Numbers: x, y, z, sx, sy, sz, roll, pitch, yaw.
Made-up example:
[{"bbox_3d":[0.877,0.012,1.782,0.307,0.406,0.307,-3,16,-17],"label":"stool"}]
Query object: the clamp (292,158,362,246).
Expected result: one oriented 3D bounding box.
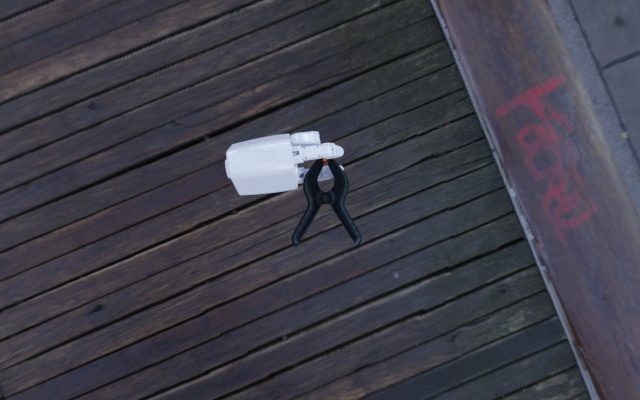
[{"bbox_3d":[0.000,0.003,0.827,0.120,0.171,0.039,-9,-2,-3],"label":"clamp"}]
